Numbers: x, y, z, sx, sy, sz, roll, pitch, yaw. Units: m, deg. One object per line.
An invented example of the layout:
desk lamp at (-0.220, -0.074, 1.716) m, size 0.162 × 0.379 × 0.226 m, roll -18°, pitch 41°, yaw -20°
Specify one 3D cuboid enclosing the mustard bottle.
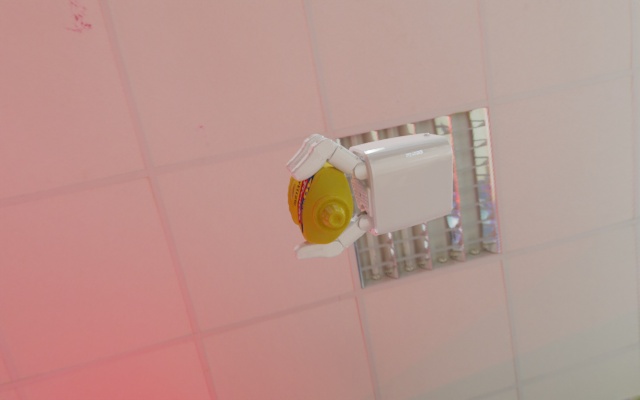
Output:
mustard bottle at (0.000, 0.002, 0.588) m, size 0.058 × 0.096 × 0.191 m, roll 11°, pitch 9°, yaw -13°
